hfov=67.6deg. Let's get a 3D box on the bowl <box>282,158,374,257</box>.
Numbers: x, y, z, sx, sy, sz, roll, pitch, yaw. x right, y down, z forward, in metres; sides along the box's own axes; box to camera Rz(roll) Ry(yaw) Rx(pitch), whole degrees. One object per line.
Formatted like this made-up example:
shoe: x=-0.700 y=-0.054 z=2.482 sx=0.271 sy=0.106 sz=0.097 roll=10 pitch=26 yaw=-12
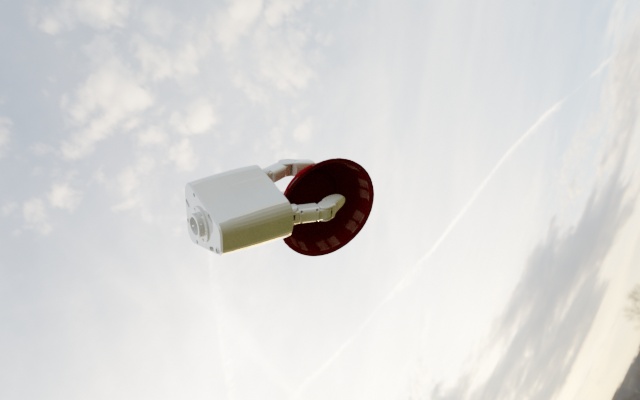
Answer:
bowl: x=0.001 y=0.002 z=0.724 sx=0.162 sy=0.162 sz=0.055 roll=0 pitch=25 yaw=-31
